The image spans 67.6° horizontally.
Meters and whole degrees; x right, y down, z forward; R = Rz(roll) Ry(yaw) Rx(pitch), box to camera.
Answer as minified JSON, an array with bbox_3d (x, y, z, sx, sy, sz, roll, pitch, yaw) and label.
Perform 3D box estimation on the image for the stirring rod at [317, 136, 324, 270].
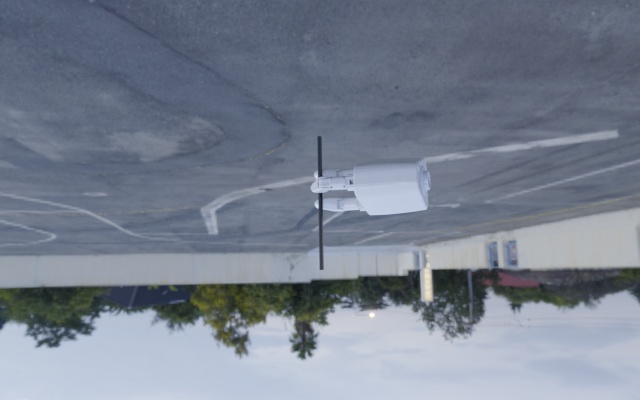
[{"bbox_3d":[0.000,0.003,0.853,0.011,0.239,0.011,-1,-8,0],"label":"stirring rod"}]
